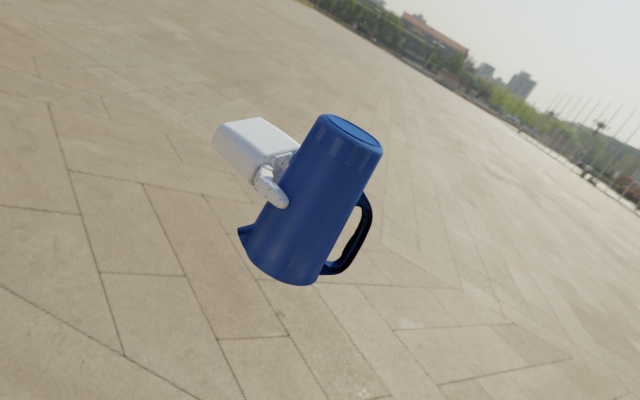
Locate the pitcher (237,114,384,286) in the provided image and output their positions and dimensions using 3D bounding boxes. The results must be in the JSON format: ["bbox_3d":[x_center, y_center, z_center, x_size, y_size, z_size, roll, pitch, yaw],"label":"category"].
[{"bbox_3d":[0.000,0.002,0.723,0.145,0.243,0.149,40,21,26],"label":"pitcher"}]
